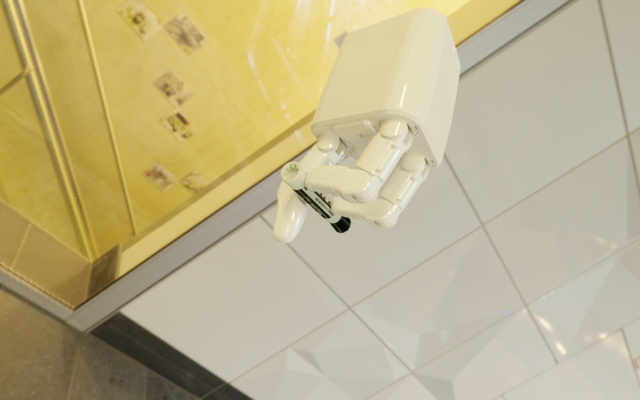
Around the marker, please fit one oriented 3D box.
[{"bbox_3d":[0.000,0.001,0.431,0.020,0.020,0.121,0,-24,26],"label":"marker"}]
